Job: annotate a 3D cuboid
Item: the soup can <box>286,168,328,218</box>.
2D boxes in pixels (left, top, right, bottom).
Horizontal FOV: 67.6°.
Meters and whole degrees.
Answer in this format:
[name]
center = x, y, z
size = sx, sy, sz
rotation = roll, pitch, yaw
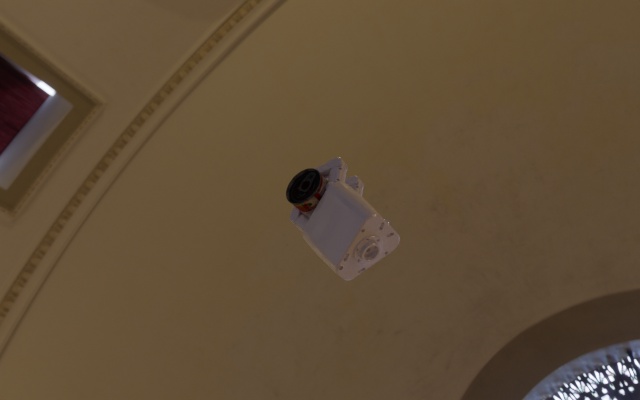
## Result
[soup can]
center = 0.000, 0.003, 0.794
size = 0.068, 0.068, 0.102
rotation = 0, -31, 40
